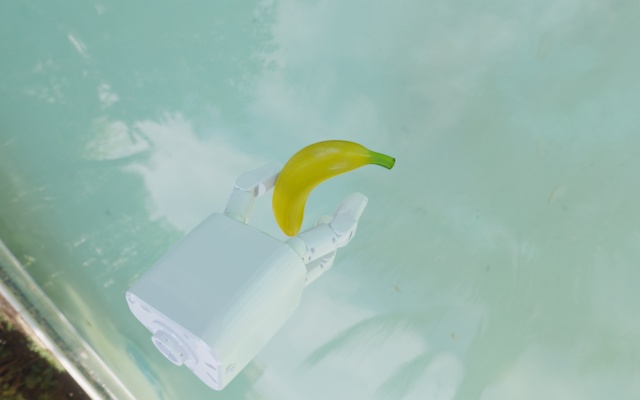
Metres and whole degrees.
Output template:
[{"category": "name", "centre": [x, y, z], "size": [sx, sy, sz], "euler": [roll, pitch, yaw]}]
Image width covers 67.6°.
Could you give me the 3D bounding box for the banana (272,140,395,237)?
[{"category": "banana", "centre": [-0.011, -0.013, 0.481], "size": [0.037, 0.069, 0.198], "euler": [-51, 9, -36]}]
